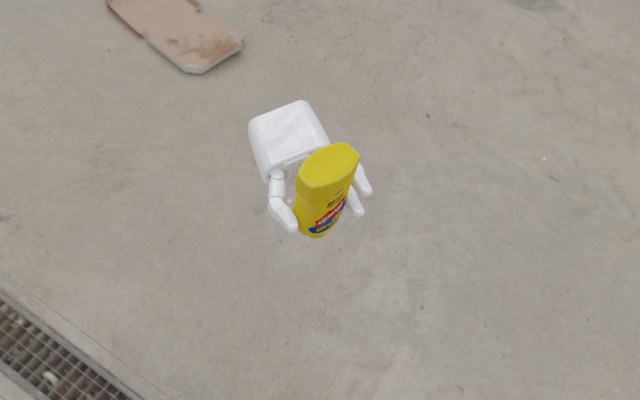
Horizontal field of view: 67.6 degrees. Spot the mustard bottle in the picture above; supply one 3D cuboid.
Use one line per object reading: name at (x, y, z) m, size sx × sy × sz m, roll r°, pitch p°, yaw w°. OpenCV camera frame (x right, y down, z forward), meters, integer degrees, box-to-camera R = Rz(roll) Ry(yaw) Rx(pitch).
mustard bottle at (0.000, 0.002, 0.715) m, size 0.096 × 0.058 × 0.192 m, roll -37°, pitch -21°, yaw -28°
